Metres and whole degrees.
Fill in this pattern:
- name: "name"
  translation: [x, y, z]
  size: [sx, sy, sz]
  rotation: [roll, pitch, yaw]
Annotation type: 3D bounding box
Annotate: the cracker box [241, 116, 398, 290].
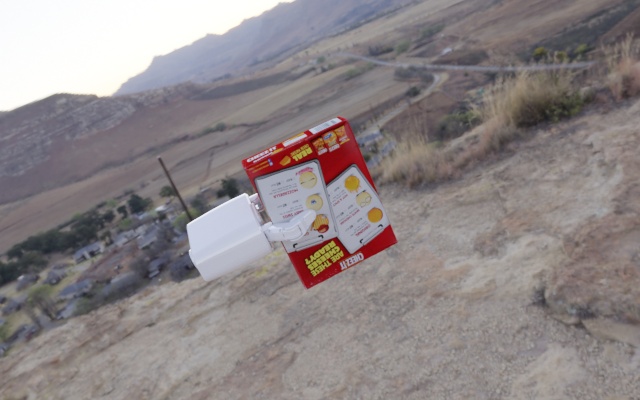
- name: "cracker box"
  translation: [0.000, 0.002, 0.729]
  size: [0.164, 0.214, 0.072]
  rotation: [-26, 20, -5]
